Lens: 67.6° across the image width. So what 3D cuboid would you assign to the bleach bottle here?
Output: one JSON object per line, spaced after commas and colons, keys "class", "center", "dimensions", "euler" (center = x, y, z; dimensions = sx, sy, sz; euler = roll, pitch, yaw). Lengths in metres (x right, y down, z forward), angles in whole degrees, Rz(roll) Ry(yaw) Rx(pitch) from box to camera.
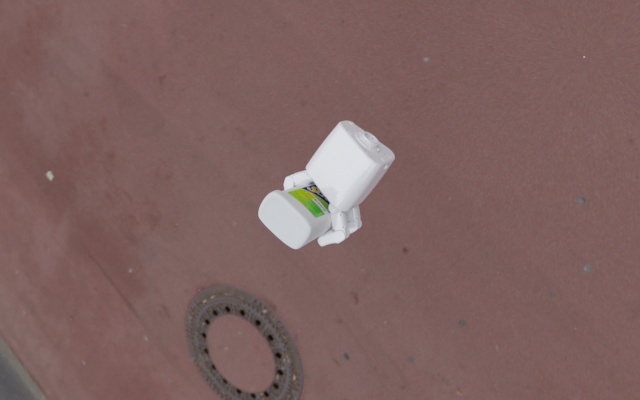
{"class": "bleach bottle", "center": [0.000, 0.003, 0.869], "dimensions": [0.102, 0.068, 0.250], "euler": [43, 30, 11]}
